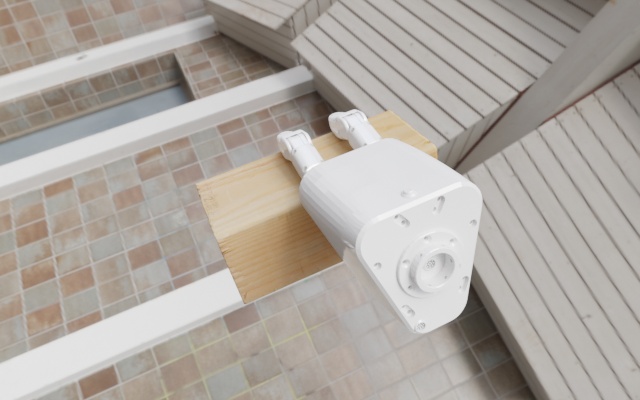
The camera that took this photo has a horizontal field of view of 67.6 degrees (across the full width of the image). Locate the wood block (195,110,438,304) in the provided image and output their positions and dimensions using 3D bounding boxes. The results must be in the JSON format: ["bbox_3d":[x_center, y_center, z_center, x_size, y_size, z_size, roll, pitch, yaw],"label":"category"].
[{"bbox_3d":[0.000,0.002,0.458,0.206,0.091,0.090,-22,39,-12],"label":"wood block"}]
